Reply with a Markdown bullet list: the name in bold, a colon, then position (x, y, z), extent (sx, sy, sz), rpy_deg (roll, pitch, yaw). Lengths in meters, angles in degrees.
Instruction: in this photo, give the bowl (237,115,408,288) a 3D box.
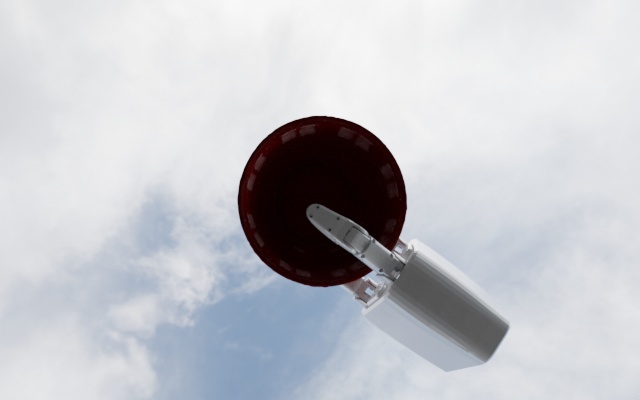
- **bowl**: position (-0.001, 0.001, 0.472), extent (0.162, 0.162, 0.055), rpy_deg (0, -4, -9)
